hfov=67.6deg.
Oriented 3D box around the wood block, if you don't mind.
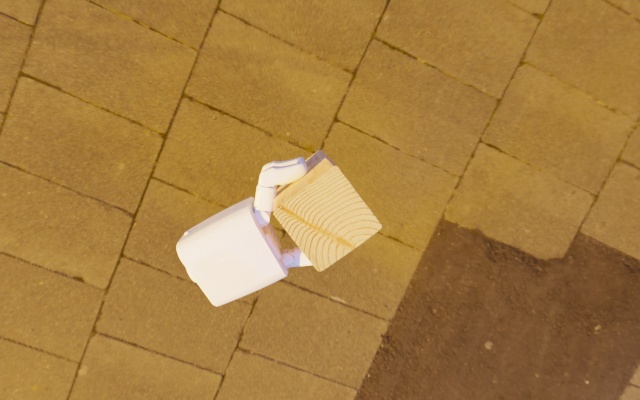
[{"bbox_3d":[0.000,0.003,0.621,0.090,0.091,0.206,-36,12,3],"label":"wood block"}]
